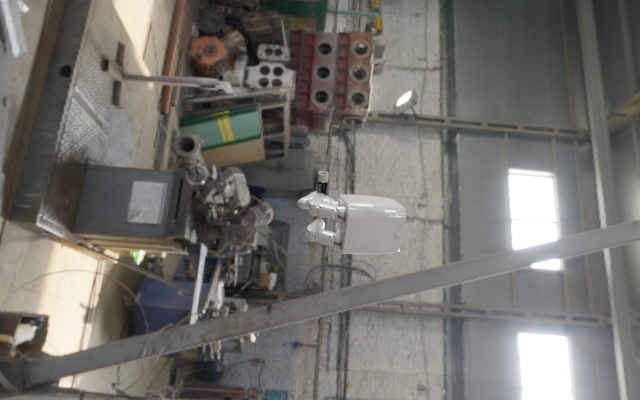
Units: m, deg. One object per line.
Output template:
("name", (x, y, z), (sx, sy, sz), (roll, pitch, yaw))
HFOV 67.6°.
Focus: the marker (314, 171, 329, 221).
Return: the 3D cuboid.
("marker", (0.000, 0.003, 0.894), (0.020, 0.121, 0.020), (5, 28, -2))
